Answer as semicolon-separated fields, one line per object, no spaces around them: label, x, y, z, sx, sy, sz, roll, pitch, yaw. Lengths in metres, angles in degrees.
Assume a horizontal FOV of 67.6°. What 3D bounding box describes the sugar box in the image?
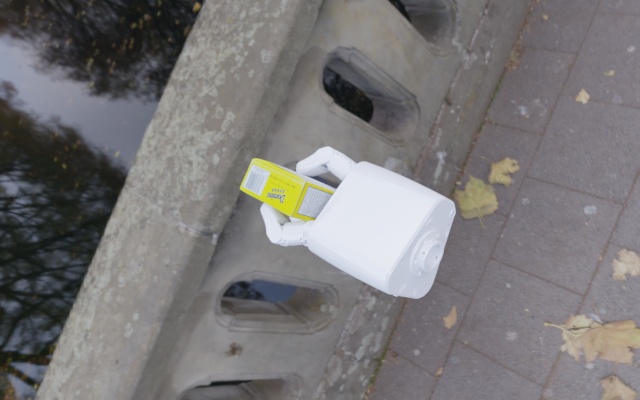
sugar box;0.000;0.002;0.573;0.093;0.048;0.176;27;3;40
